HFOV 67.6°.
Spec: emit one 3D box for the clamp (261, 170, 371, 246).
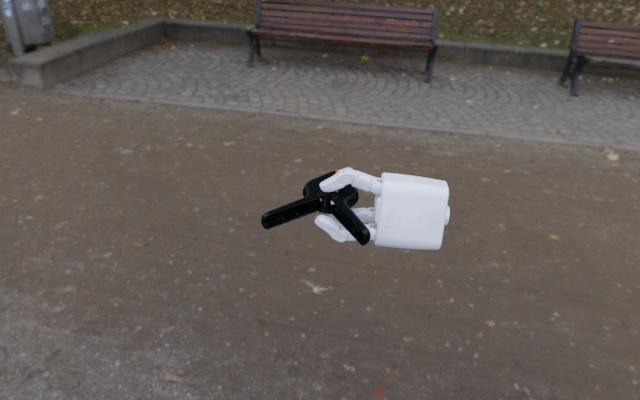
[{"bbox_3d":[0.000,0.002,0.779,0.164,0.036,0.210,7,28,3],"label":"clamp"}]
